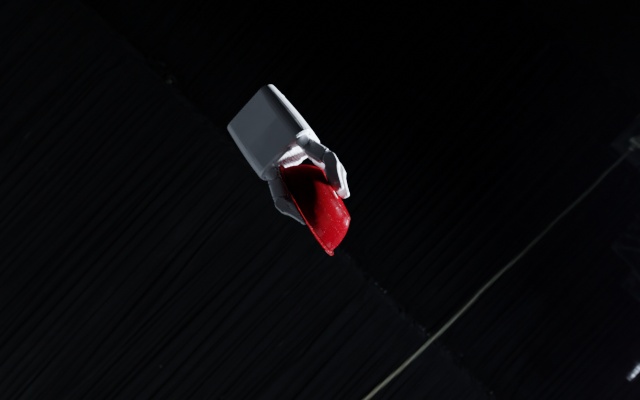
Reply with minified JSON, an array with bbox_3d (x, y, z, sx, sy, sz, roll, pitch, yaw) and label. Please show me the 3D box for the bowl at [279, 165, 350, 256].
[{"bbox_3d":[0.001,0.003,0.738,0.055,0.162,0.162,-30,-3,5],"label":"bowl"}]
